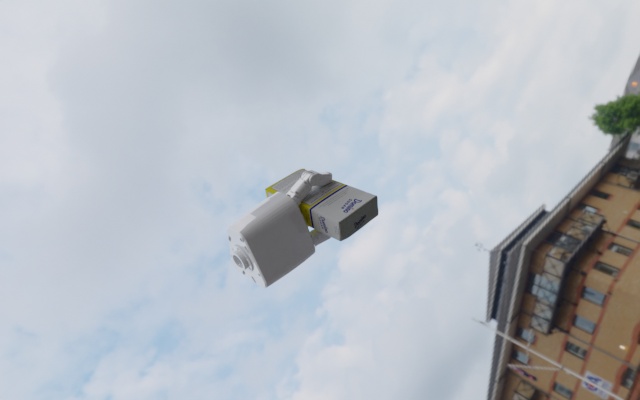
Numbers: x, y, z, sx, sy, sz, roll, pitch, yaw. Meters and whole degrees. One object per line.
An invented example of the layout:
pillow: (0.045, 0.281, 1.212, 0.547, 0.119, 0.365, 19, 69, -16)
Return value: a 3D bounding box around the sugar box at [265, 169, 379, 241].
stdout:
sugar box: (0.000, 0.003, 0.797, 0.093, 0.048, 0.176, -33, 42, -33)
